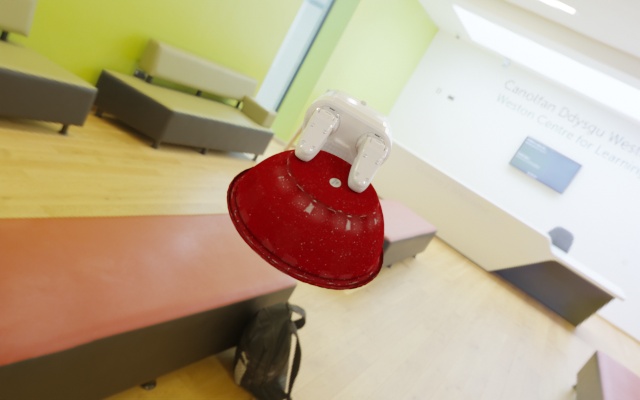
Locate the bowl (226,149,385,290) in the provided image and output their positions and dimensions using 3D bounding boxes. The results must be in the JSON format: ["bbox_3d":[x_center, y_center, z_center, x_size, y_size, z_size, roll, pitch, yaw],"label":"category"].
[{"bbox_3d":[0.000,0.002,0.433,0.162,0.055,0.162,22,33,-15],"label":"bowl"}]
